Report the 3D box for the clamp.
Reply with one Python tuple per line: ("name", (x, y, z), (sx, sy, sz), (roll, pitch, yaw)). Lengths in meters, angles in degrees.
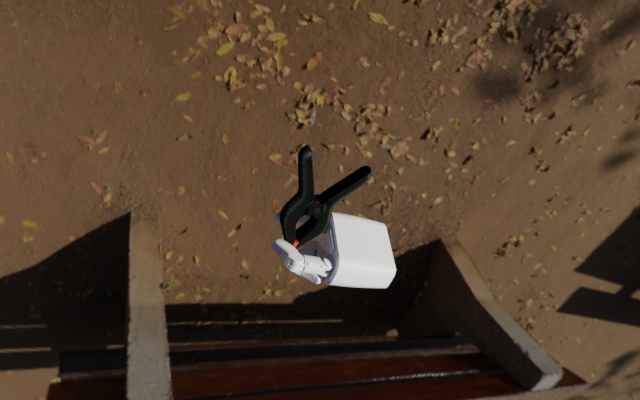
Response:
("clamp", (0.000, 0.003, 0.705), (0.120, 0.171, 0.039), (11, 32, -22))
